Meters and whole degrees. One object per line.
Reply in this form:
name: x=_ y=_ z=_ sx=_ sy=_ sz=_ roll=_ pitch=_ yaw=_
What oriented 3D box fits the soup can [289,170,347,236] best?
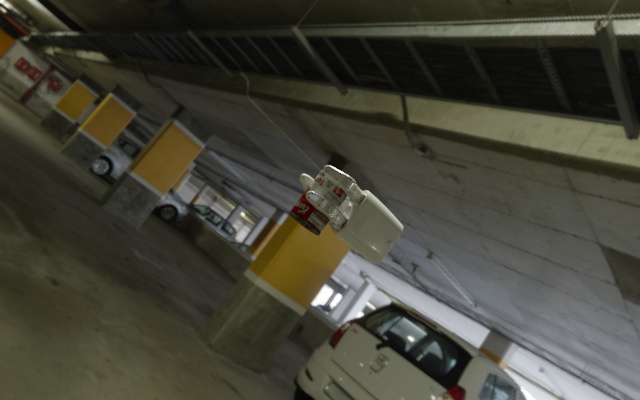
soup can: x=0.000 y=0.002 z=0.858 sx=0.068 sy=0.102 sz=0.068 roll=36 pitch=-9 yaw=7
